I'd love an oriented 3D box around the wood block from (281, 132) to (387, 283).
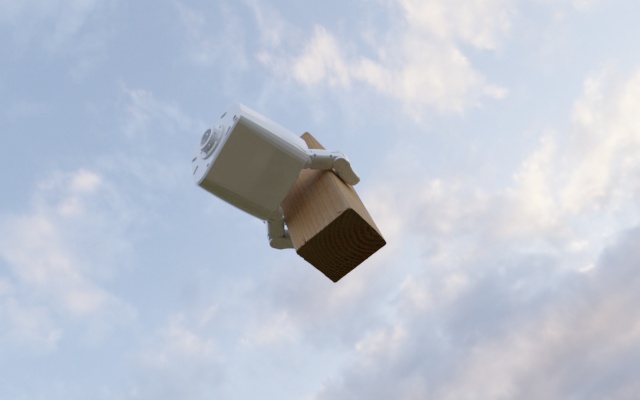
[{"bbox_3d":[0.000,0.002,0.675,0.090,0.091,0.206,43,13,-36],"label":"wood block"}]
